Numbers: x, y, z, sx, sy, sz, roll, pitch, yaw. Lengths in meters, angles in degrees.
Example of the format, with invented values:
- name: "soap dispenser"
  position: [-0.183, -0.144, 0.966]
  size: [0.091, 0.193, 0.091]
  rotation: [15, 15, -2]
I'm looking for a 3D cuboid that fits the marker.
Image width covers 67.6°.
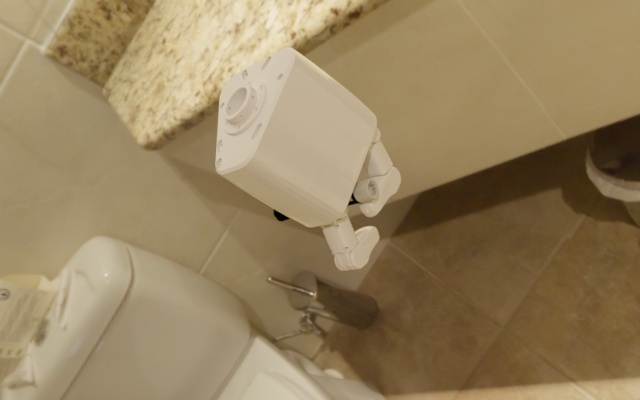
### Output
- name: "marker"
  position: [0.000, 0.002, 0.448]
  size: [0.121, 0.020, 0.020]
  rotation: [-14, -9, 40]
